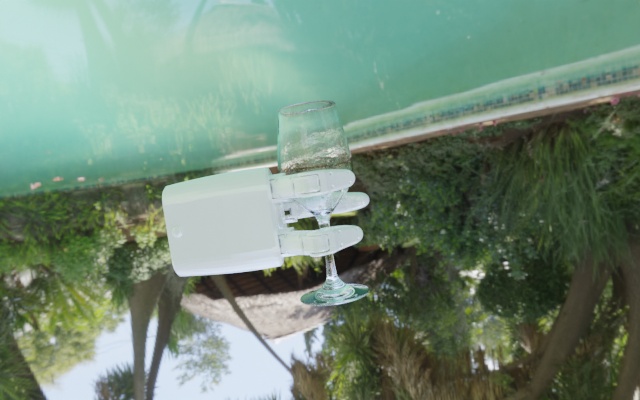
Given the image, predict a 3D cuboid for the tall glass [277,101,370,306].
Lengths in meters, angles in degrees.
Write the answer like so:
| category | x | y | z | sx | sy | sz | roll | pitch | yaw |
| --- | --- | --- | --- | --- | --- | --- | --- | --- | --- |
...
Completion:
| category | x | y | z | sx | sy | sz | roll | pitch | yaw |
| --- | --- | --- | --- | --- | --- | --- | --- | --- | --- |
| tall glass | 0.000 | 0.002 | 0.499 | 0.079 | 0.201 | 0.079 | -8 | 3 | 0 |
